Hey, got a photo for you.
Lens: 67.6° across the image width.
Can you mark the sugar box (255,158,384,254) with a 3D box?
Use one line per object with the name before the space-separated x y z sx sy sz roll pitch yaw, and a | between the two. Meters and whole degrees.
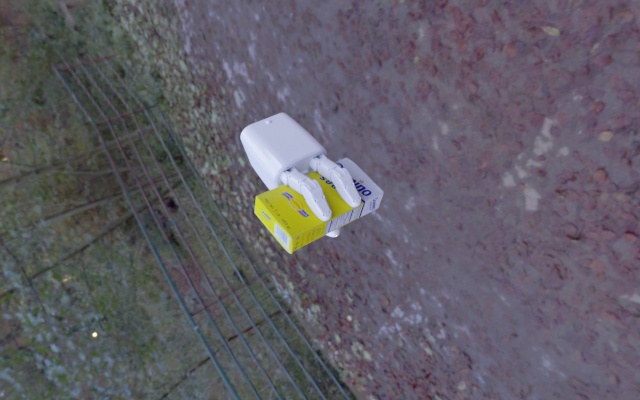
sugar box | 0.000 0.002 0.719 0.176 0.093 0.048 -27 -31 -28
